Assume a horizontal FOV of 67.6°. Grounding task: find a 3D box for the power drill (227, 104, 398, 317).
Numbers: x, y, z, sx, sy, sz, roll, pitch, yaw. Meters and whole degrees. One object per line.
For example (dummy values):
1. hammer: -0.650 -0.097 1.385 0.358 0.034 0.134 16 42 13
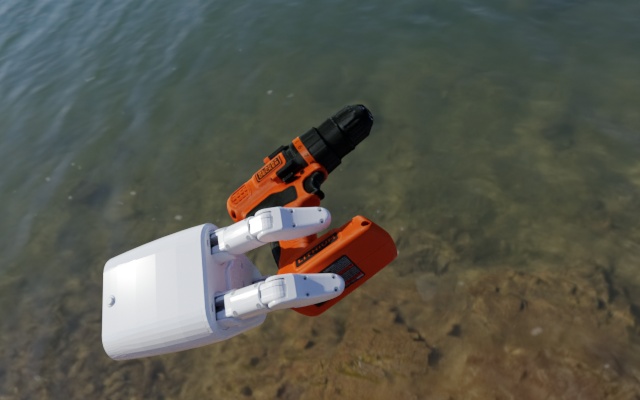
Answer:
1. power drill: 0.000 0.002 0.457 0.057 0.184 0.187 44 11 -37
